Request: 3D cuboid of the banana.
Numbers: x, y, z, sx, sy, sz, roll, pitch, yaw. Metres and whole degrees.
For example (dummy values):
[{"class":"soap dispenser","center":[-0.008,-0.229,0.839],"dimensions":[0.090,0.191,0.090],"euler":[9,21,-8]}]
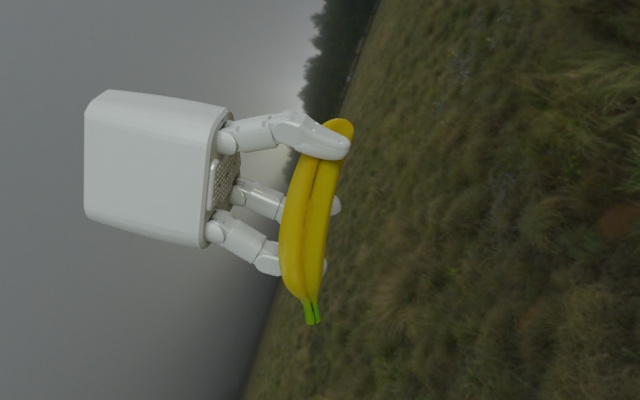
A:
[{"class":"banana","center":[-0.003,-0.006,0.390],"dimensions":[0.037,0.197,0.070],"euler":[6,-30,11]}]
